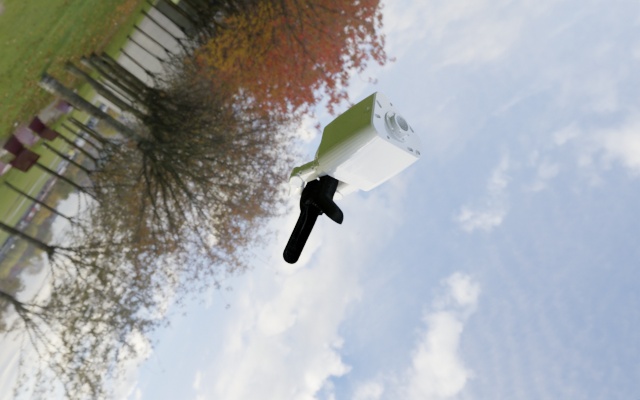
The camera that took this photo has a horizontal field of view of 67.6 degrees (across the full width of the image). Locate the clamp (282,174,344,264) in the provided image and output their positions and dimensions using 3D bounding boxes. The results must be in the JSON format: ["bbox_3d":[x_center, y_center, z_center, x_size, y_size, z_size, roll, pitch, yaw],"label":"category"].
[{"bbox_3d":[0.001,0.003,0.690,0.039,0.171,0.120,36,-46,-26],"label":"clamp"}]
